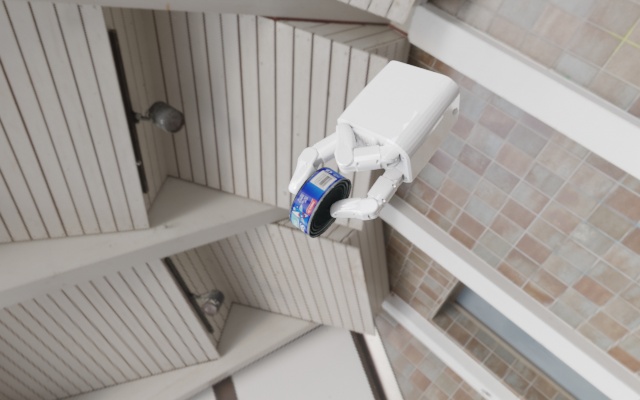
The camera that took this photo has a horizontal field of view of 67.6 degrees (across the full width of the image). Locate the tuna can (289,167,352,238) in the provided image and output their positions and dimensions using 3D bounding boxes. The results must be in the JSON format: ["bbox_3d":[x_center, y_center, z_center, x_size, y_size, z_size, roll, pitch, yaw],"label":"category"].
[{"bbox_3d":[0.000,0.002,0.593,0.033,0.086,0.086,33,13,20],"label":"tuna can"}]
